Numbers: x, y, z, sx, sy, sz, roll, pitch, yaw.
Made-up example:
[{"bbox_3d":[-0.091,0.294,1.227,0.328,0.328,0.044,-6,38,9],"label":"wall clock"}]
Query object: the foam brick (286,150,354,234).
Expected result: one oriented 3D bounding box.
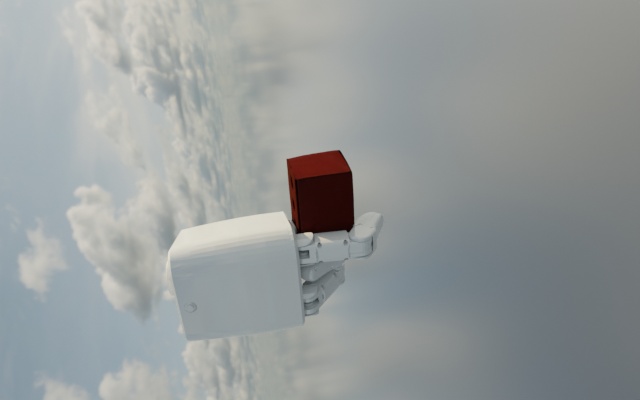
[{"bbox_3d":[0.000,0.001,0.434,0.051,0.078,0.053,-7,26,-8],"label":"foam brick"}]
